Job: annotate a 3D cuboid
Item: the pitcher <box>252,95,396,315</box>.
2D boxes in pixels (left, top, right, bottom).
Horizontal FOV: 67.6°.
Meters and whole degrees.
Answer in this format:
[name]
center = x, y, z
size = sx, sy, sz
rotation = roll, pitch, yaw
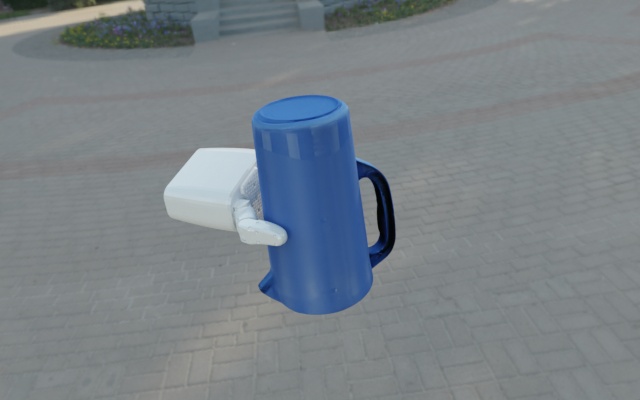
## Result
[pitcher]
center = 0.000, 0.002, 0.576
size = 0.145, 0.243, 0.149
rotation = 8, 31, 25
